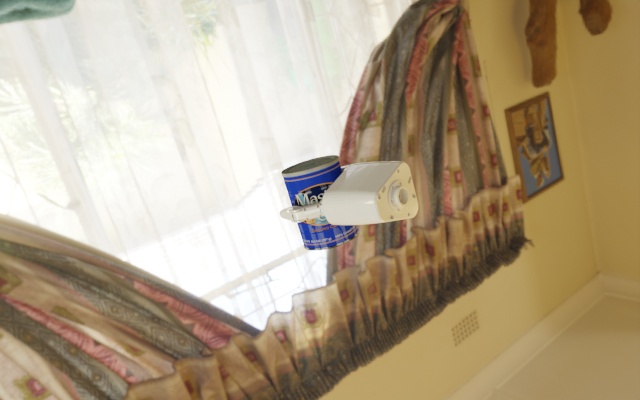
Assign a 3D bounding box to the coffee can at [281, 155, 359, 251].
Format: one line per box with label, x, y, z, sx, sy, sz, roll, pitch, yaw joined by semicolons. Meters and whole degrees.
coffee can;0.000;0.003;0.830;0.103;0.140;0.102;-15;13;4
